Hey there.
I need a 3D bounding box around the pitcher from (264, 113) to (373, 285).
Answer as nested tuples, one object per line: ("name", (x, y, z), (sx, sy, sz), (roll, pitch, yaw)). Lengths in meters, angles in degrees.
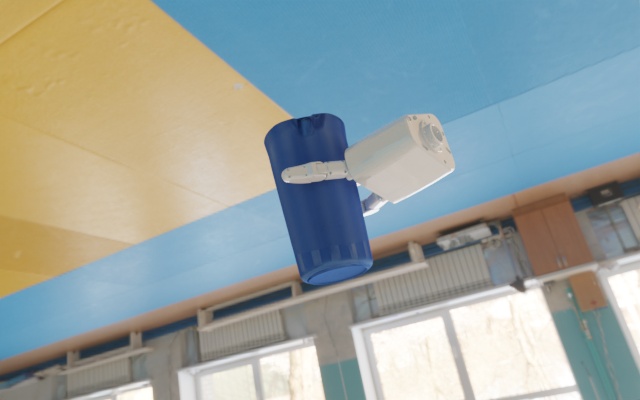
("pitcher", (0.000, 0.002, 0.738), (0.145, 0.242, 0.149), (-30, -27, 37))
